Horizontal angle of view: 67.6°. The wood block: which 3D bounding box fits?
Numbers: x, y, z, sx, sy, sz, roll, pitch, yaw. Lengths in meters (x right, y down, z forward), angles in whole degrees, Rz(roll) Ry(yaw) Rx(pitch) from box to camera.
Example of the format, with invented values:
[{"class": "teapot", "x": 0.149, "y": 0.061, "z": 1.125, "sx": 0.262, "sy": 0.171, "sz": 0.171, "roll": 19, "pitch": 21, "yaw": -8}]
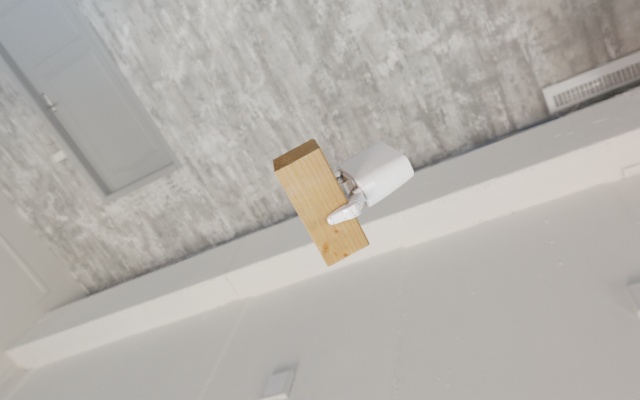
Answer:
[{"class": "wood block", "x": 0.001, "y": 0.003, "z": 0.880, "sx": 0.090, "sy": 0.206, "sz": 0.090, "roll": -28, "pitch": 19, "yaw": 1}]
